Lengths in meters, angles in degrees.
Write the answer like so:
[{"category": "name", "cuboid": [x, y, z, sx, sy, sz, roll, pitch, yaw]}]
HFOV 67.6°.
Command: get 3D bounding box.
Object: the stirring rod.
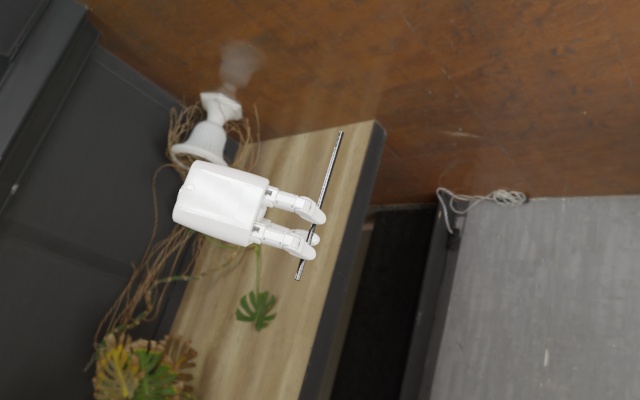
[{"category": "stirring rod", "cuboid": [0.000, 0.002, 0.705, 0.011, 0.239, 0.011, 15, -20, 5]}]
